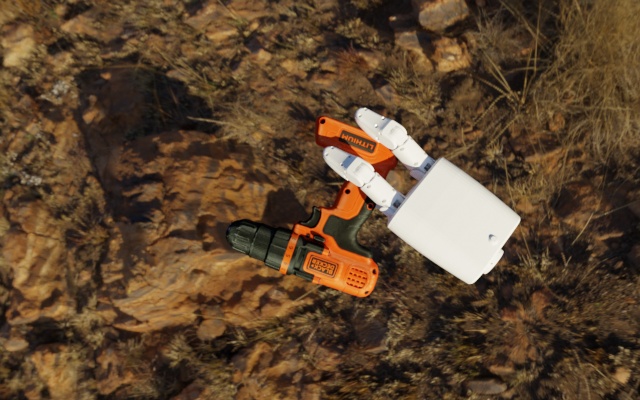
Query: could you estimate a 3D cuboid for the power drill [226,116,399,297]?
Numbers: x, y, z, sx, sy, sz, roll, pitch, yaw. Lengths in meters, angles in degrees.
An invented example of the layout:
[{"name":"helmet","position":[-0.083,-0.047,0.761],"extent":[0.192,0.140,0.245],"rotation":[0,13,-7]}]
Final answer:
[{"name":"power drill","position":[0.001,0.001,0.558],"extent":[0.184,0.187,0.057],"rotation":[20,3,-2]}]
